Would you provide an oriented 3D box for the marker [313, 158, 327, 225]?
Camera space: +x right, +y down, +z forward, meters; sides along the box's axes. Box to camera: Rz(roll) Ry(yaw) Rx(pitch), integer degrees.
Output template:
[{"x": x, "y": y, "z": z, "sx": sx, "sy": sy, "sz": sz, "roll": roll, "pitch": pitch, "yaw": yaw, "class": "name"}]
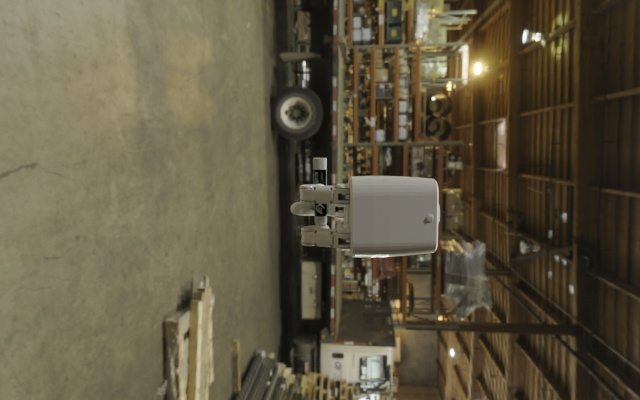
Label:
[{"x": 0.000, "y": 0.002, "z": 0.656, "sx": 0.020, "sy": 0.121, "sz": 0.020, "roll": -1, "pitch": 8, "yaw": 0, "class": "marker"}]
